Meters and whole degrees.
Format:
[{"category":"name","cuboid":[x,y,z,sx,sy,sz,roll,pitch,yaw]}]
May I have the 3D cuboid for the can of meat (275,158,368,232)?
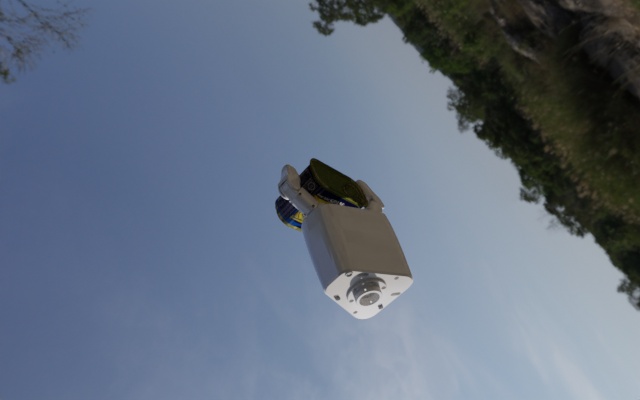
[{"category":"can of meat","cuboid":[0.000,0.002,0.657,0.102,0.057,0.084,25,-60,-39]}]
